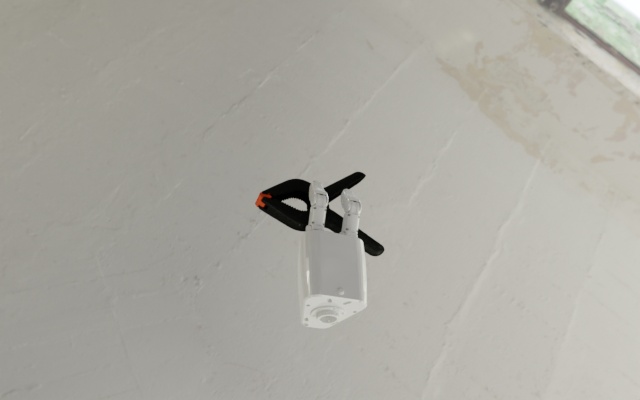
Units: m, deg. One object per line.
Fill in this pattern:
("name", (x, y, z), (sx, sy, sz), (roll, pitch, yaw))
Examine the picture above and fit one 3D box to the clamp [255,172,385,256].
("clamp", (-0.001, 0.003, 0.773), (0.210, 0.164, 0.036), (12, -41, -18))
